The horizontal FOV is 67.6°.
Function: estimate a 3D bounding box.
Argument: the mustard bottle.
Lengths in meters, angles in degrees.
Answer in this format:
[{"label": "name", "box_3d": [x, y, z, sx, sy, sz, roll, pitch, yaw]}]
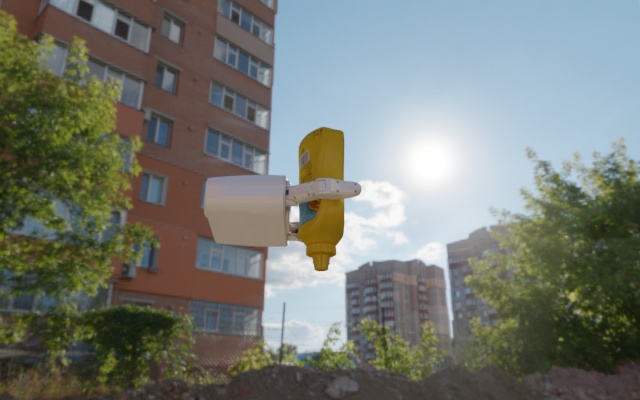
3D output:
[{"label": "mustard bottle", "box_3d": [0.000, 0.002, 0.660, 0.058, 0.191, 0.096, 9, -22, -23]}]
